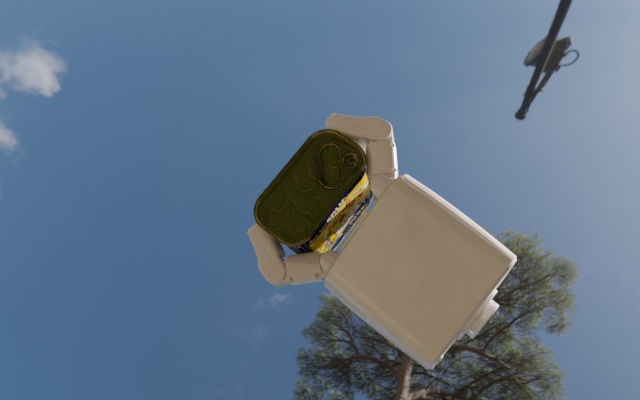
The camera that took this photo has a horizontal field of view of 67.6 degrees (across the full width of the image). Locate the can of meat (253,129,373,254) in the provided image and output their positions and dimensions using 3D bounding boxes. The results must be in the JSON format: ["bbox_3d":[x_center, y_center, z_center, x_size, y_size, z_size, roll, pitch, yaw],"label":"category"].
[{"bbox_3d":[0.000,0.002,0.422,0.057,0.102,0.084,35,-8,22],"label":"can of meat"}]
